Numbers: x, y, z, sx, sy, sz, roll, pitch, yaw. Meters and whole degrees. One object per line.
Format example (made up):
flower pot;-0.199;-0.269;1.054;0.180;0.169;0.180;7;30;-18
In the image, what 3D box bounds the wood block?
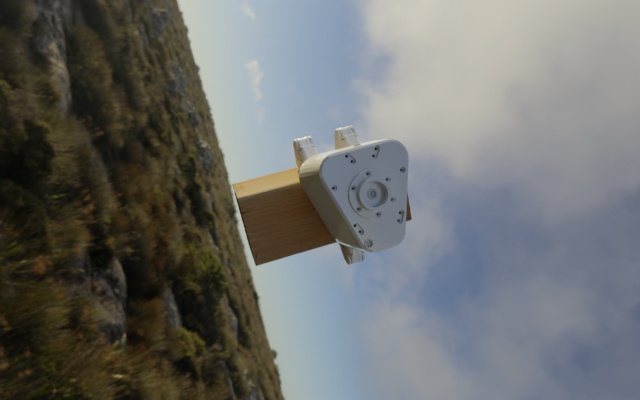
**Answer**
wood block;0.000;0.002;0.618;0.206;0.091;0.090;-15;17;-11
